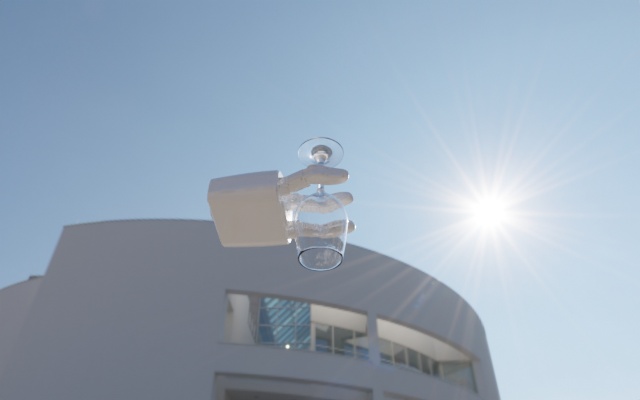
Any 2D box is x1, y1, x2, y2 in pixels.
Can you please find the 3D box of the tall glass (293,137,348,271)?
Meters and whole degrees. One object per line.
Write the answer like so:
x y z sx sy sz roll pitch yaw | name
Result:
0.000 0.002 0.706 0.079 0.200 0.079 0 -39 0 | tall glass
